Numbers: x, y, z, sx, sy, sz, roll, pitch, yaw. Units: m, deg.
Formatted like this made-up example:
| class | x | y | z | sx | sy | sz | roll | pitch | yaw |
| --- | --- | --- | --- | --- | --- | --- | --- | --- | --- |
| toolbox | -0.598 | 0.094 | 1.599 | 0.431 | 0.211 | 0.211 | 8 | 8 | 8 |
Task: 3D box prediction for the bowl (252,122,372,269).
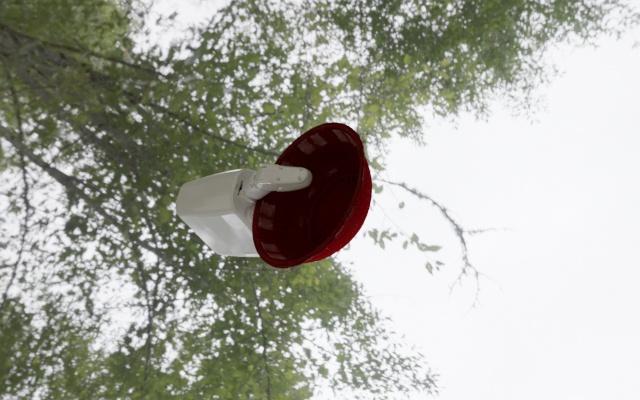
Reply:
| class | x | y | z | sx | sy | sz | roll | pitch | yaw |
| --- | --- | --- | --- | --- | --- | --- | --- | --- | --- |
| bowl | 0.001 | 0.002 | 0.497 | 0.055 | 0.162 | 0.162 | 30 | -19 | -36 |
